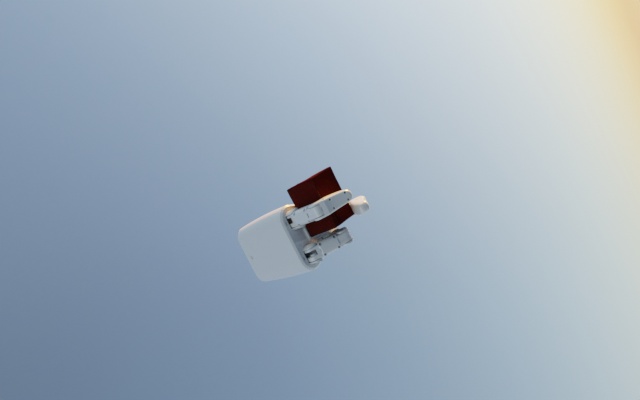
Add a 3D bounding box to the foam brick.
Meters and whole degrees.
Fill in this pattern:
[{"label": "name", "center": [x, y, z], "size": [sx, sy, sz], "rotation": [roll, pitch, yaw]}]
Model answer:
[{"label": "foam brick", "center": [0.000, 0.002, 0.671], "size": [0.051, 0.078, 0.053], "rotation": [-23, 6, 40]}]
